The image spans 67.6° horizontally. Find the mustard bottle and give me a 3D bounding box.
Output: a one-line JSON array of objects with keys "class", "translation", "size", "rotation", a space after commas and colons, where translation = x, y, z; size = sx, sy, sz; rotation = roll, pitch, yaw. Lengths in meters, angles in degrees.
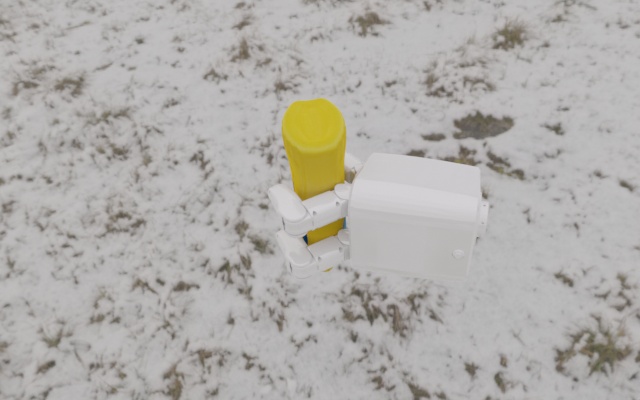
[{"class": "mustard bottle", "translation": [0.000, 0.001, 0.485], "size": [0.058, 0.192, 0.096], "rotation": [-8, 39, -3]}]
